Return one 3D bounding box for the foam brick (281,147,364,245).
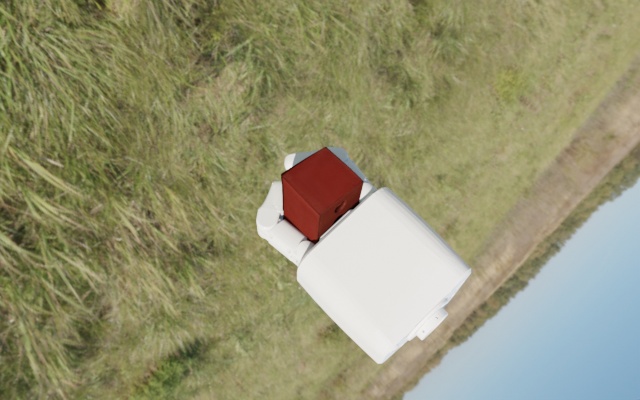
[{"bbox_3d":[0.000,0.001,0.433,0.053,0.051,0.078,-35,-24,-22],"label":"foam brick"}]
